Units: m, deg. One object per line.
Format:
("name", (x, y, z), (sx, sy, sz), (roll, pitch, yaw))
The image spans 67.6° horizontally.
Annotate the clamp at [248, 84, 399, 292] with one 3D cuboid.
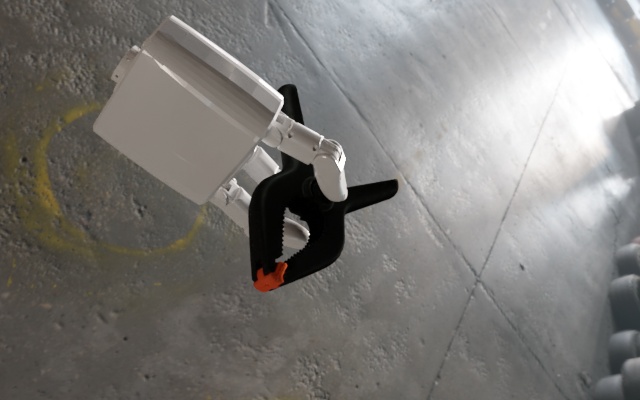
("clamp", (0.000, 0.001, 0.440), (0.164, 0.209, 0.036), (35, -43, -19))
